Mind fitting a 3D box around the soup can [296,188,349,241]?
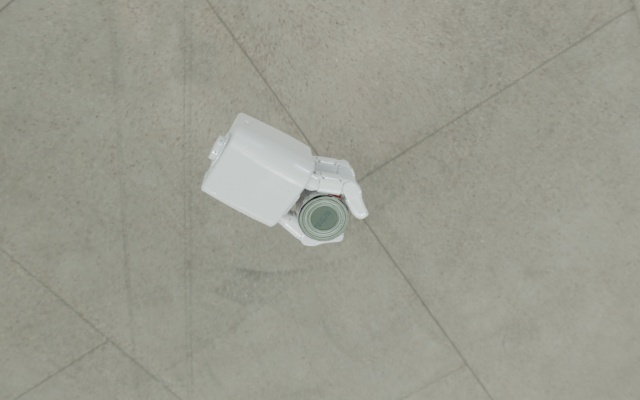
[{"bbox_3d":[0.000,0.003,0.651,0.068,0.068,0.102,0,26,-6],"label":"soup can"}]
